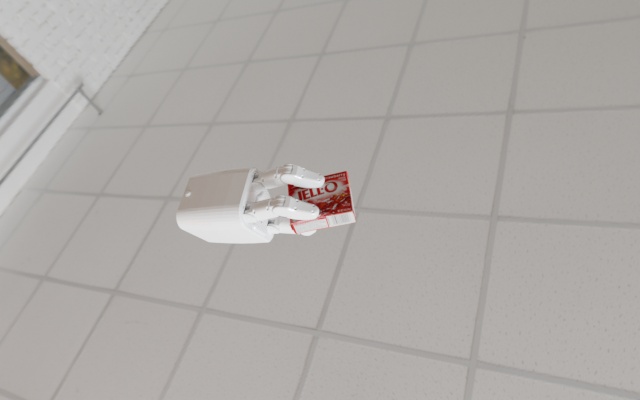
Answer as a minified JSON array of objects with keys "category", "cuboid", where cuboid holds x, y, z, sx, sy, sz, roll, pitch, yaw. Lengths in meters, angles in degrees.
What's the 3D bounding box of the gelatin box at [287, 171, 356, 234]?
[{"category":"gelatin box","cuboid":[0.001,0.002,0.664,0.089,0.073,0.030,-12,-39,7]}]
